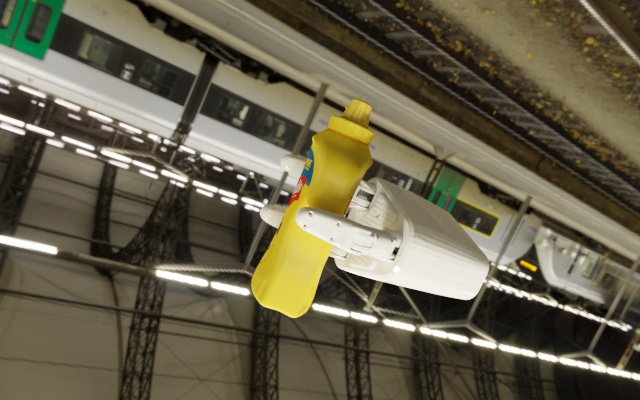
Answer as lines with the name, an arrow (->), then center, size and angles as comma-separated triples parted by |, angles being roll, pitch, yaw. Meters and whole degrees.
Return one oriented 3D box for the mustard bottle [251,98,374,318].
mustard bottle -> 0.000, 0.002, 0.428 | 0.058, 0.191, 0.096 | 23, 6, -4
